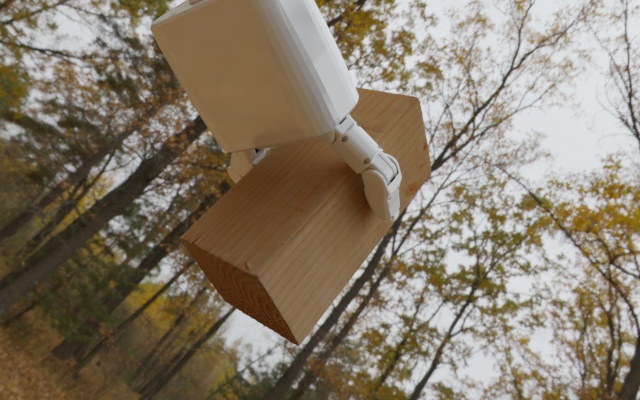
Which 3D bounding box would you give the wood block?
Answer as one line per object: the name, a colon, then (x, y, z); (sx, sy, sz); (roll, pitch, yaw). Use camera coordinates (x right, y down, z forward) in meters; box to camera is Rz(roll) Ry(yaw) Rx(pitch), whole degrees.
wood block: (0.000, 0.001, 0.403); (0.091, 0.090, 0.206); (20, 56, 37)
